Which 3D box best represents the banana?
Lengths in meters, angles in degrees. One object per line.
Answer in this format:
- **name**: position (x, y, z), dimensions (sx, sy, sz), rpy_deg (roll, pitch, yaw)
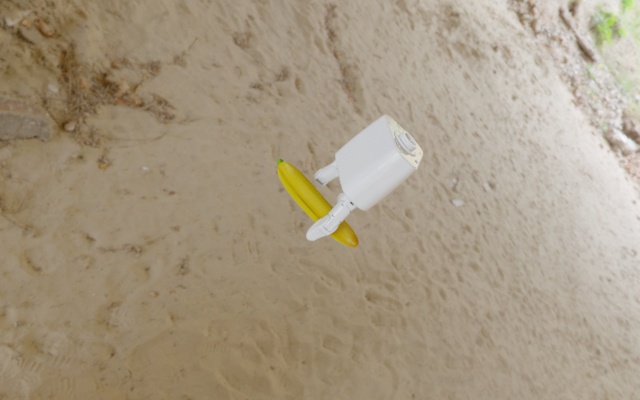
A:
- **banana**: position (-0.007, 0.003, 0.774), dimensions (0.037, 0.198, 0.069), rpy_deg (-42, -4, 18)
